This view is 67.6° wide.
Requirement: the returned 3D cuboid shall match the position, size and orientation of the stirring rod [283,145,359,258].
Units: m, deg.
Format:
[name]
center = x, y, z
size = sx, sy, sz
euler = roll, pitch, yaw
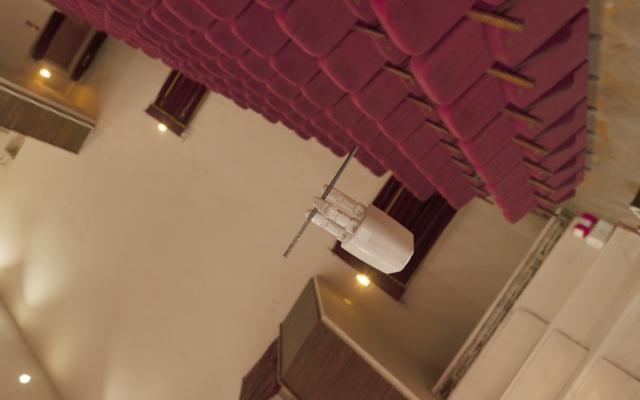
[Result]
[stirring rod]
center = 0.000, 0.003, 0.868
size = 0.011, 0.239, 0.011
euler = 33, 3, -2
